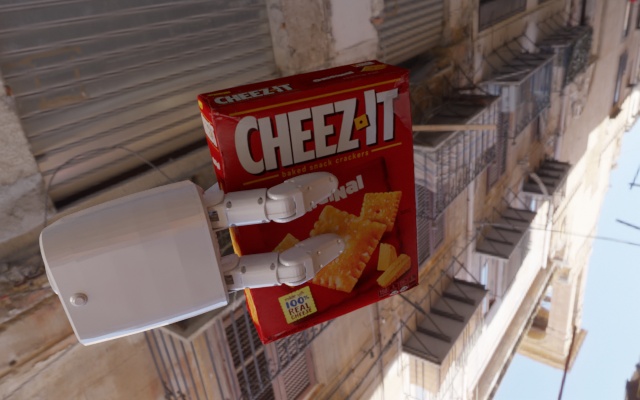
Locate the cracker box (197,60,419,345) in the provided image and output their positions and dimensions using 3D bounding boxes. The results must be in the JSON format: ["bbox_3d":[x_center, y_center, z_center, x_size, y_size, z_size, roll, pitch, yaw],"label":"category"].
[{"bbox_3d":[0.000,0.001,0.421,0.164,0.214,0.072,-16,27,-17],"label":"cracker box"}]
